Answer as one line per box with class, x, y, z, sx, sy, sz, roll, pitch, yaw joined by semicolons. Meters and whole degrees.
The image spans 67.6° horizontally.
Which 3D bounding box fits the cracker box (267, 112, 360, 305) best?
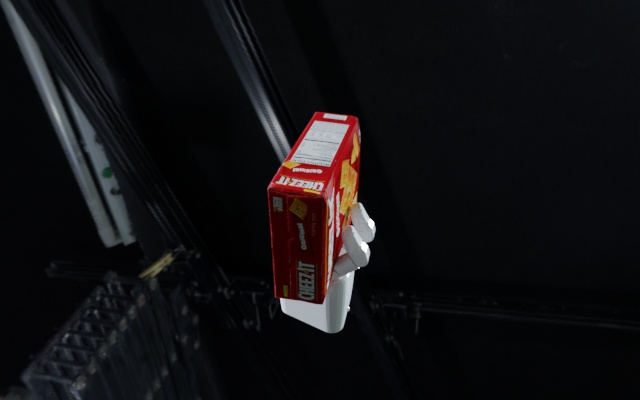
cracker box;0.000;0.002;0.629;0.072;0.164;0.213;7;34;11
